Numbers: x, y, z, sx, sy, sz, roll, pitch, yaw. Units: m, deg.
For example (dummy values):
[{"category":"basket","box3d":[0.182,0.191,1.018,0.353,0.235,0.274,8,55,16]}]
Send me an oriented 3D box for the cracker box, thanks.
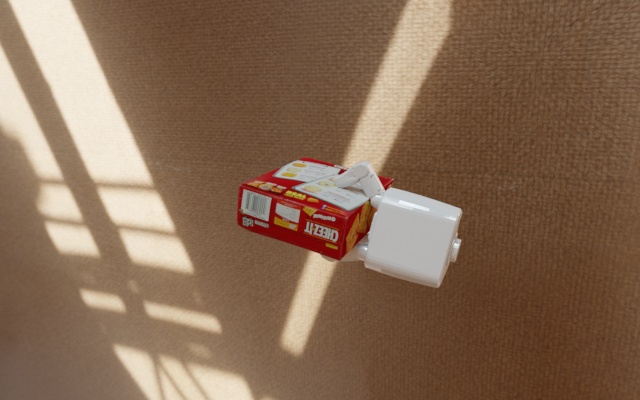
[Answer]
[{"category":"cracker box","box3d":[0.000,0.002,0.723,0.164,0.072,0.213,16,21,20]}]
